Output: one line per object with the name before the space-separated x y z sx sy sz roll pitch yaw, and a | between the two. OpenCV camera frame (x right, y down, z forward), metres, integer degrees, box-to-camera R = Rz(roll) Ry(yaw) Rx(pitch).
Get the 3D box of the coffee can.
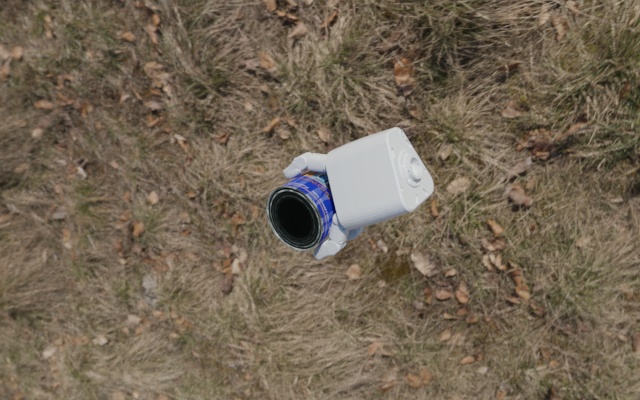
coffee can | 0.000 0.002 0.737 0.103 0.103 0.140 0 21 37
